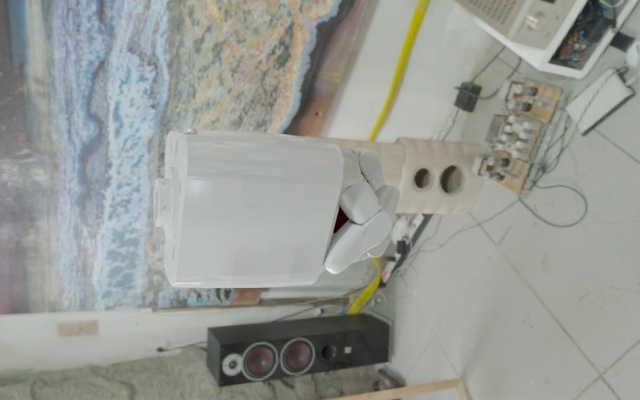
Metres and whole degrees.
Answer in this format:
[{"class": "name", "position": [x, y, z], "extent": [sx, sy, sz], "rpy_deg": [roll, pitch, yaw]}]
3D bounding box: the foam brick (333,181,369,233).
[{"class": "foam brick", "position": [0.000, 0.001, 0.422], "extent": [0.051, 0.053, 0.078], "rpy_deg": [0, 10, -25]}]
